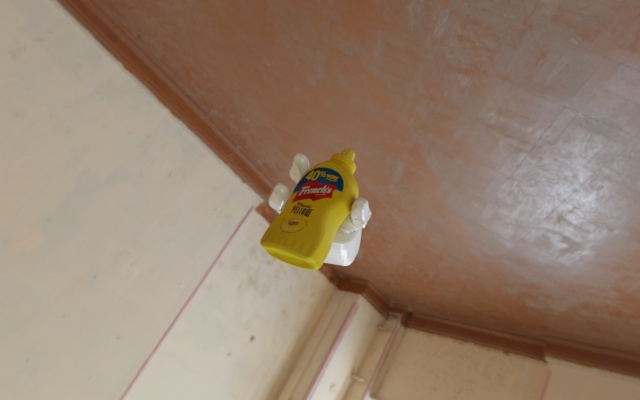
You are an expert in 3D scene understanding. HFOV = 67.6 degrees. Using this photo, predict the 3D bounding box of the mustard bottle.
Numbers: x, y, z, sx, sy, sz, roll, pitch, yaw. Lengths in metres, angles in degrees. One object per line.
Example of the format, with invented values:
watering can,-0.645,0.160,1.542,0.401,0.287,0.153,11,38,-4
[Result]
mustard bottle,0.000,0.002,0.680,0.096,0.191,0.058,11,-31,38
